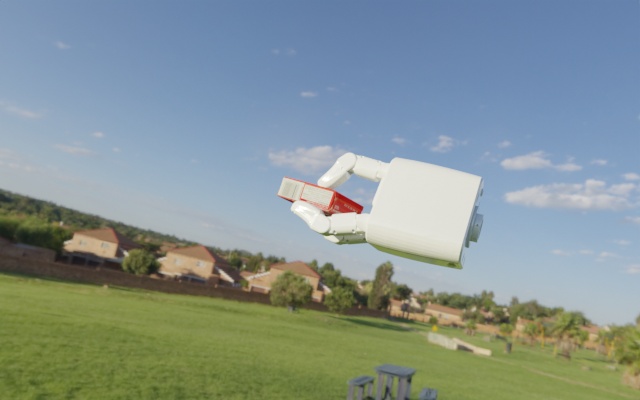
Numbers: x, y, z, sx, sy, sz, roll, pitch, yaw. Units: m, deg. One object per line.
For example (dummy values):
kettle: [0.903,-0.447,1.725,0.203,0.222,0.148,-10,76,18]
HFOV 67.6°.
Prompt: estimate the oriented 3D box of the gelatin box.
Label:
gelatin box: [0.000,0.002,0.619,0.089,0.030,0.073,17,-7,36]
